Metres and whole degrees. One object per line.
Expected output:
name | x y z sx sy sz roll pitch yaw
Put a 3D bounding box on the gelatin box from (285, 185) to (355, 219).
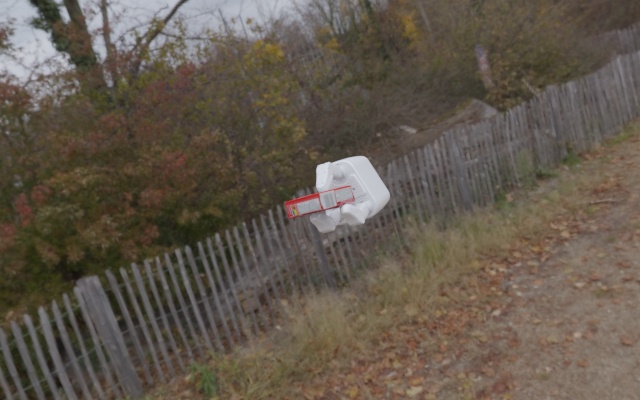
gelatin box | 0.000 0.002 0.754 0.073 0.030 0.089 -14 0 38
